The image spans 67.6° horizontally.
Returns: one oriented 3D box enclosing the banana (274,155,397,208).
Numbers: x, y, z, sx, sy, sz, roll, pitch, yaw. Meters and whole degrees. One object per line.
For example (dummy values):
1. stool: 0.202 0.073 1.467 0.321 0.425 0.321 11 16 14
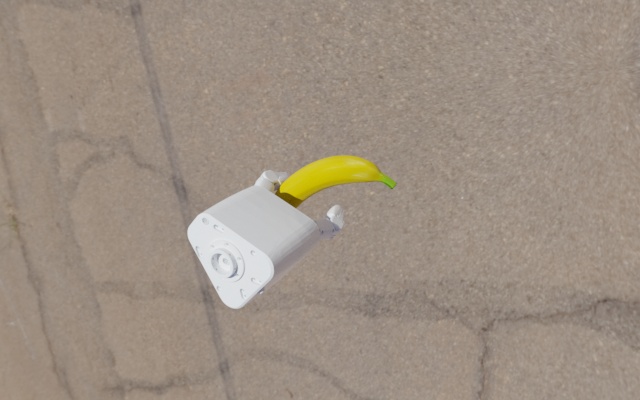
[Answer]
1. banana: -0.004 -0.016 0.630 0.198 0.069 0.037 -18 13 27
